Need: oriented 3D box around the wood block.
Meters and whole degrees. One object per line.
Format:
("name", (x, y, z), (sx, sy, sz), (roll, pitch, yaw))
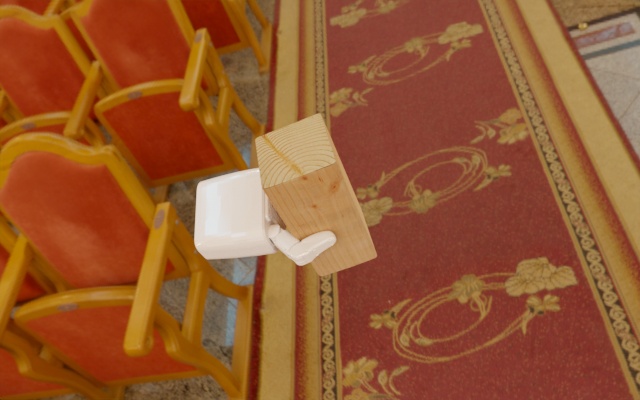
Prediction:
("wood block", (0.000, 0.002, 0.628), (0.090, 0.090, 0.206), (-20, -41, 7))
